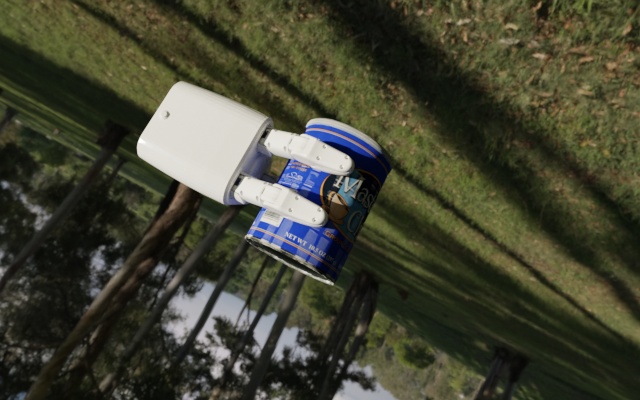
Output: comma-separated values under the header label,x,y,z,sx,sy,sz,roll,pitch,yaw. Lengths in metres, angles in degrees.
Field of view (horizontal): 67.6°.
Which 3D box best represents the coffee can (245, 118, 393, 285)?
label,x,y,z,sx,sy,sz,roll,pitch,yaw
coffee can,0.000,0.002,0.496,0.103,0.140,0.103,26,-13,7
